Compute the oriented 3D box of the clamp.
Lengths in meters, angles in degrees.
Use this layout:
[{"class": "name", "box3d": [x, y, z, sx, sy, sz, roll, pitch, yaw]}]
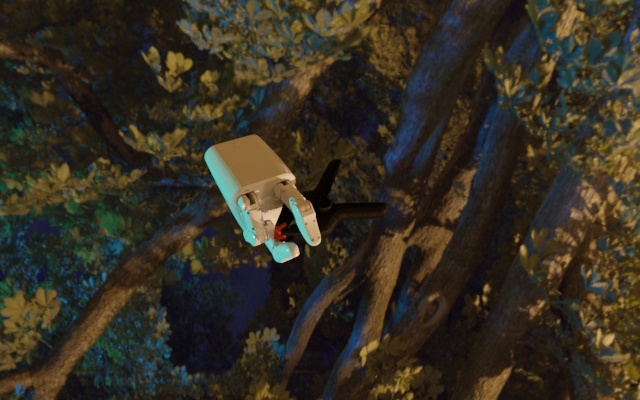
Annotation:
[{"class": "clamp", "box3d": [0.000, 0.003, 0.690, 0.171, 0.039, 0.120, -20, 52, -26]}]
